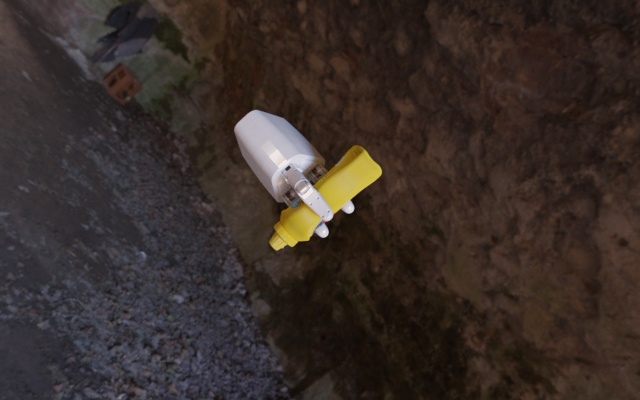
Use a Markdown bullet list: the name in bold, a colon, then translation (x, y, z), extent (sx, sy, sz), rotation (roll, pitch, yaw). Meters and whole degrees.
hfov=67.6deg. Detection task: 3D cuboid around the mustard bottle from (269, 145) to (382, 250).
- **mustard bottle**: translation (0.001, 0.002, 0.697), extent (0.191, 0.058, 0.096), rotation (-42, 6, 2)
